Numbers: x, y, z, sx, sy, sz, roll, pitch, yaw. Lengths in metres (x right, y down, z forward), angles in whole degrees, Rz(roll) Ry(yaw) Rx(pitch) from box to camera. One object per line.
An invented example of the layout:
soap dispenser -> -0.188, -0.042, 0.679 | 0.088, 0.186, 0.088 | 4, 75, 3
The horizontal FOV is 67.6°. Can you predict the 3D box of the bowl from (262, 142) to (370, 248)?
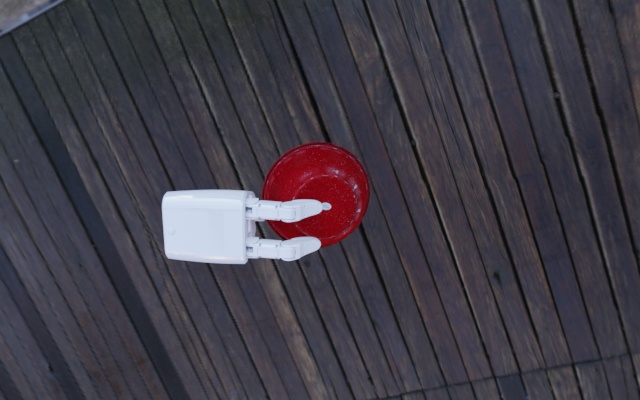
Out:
bowl -> 0.001, 0.002, 0.670 | 0.162, 0.162, 0.055 | 0, 17, -13
